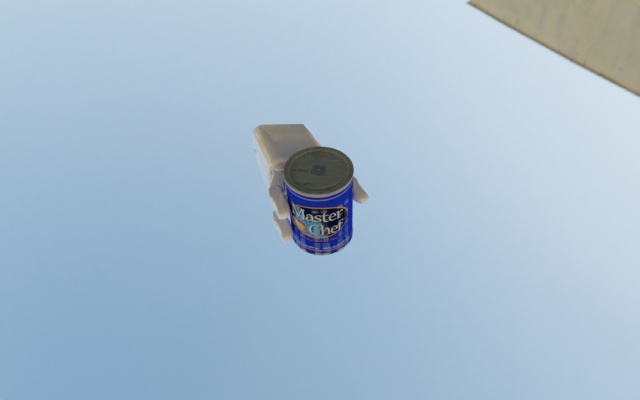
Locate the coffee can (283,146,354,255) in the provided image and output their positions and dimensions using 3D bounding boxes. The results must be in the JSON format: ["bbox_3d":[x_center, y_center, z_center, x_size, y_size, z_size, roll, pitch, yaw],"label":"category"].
[{"bbox_3d":[0.000,0.002,0.739,0.103,0.102,0.140,0,-43,3],"label":"coffee can"}]
